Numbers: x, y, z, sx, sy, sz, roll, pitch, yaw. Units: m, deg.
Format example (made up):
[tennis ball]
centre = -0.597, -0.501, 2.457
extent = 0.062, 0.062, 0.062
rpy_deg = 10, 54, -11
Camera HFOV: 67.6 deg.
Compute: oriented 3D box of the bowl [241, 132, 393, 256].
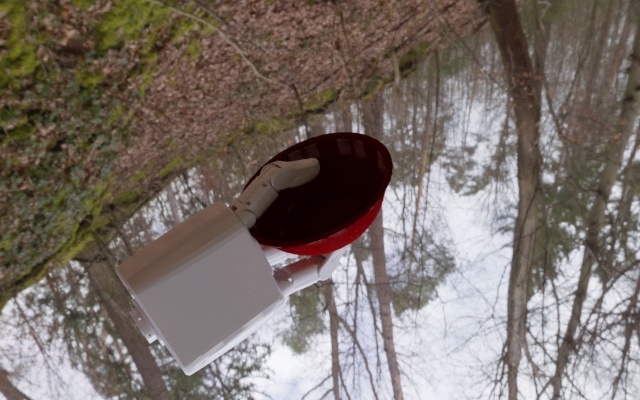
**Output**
[bowl]
centre = 0.001, 0.001, 0.479
extent = 0.162, 0.055, 0.162
rpy_deg = -16, 39, 14
